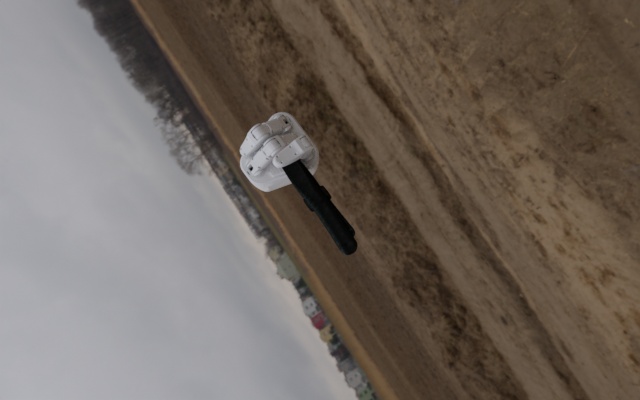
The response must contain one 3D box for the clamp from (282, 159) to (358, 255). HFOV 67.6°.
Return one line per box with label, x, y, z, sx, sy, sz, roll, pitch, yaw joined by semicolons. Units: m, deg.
clamp;0.000;0.002;0.692;0.039;0.171;0.120;-34;-5;0
